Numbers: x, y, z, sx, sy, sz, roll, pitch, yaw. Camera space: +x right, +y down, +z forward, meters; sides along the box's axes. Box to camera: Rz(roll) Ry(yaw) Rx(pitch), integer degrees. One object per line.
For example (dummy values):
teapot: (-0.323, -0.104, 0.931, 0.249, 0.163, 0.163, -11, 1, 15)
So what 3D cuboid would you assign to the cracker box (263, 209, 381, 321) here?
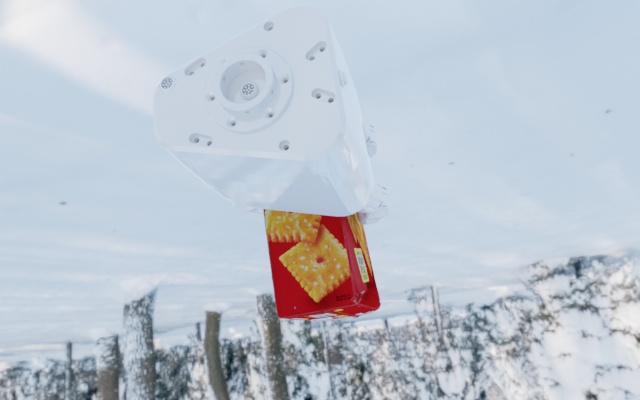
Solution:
cracker box: (0.000, 0.002, 0.451, 0.072, 0.213, 0.164, -12, -17, 10)
